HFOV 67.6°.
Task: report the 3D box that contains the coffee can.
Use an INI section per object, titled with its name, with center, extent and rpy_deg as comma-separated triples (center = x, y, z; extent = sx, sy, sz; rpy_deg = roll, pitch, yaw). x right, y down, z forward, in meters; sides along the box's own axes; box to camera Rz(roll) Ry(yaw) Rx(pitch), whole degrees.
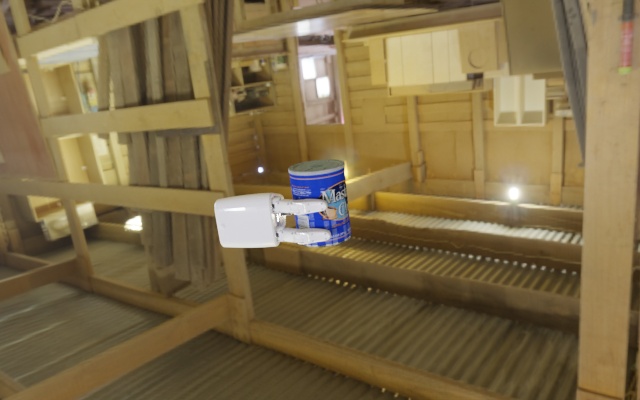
[coffee can]
center = 0.000, 0.003, 0.881
extent = 0.103, 0.140, 0.102
rpy_deg = -6, 15, 2
